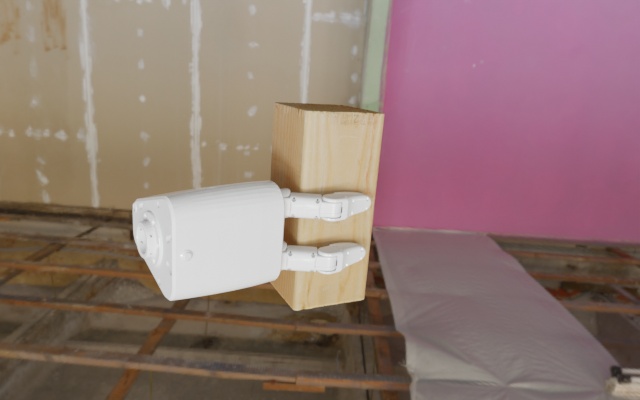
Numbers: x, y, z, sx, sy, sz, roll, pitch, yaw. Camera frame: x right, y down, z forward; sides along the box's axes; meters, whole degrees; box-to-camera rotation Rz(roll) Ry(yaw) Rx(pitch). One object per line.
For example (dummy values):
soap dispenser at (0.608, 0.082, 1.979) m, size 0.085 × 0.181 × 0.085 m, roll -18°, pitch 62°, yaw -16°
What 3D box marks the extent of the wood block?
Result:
wood block at (0.000, 0.002, 0.524) m, size 0.090 × 0.206 × 0.090 m, roll -3°, pitch 18°, yaw -27°
